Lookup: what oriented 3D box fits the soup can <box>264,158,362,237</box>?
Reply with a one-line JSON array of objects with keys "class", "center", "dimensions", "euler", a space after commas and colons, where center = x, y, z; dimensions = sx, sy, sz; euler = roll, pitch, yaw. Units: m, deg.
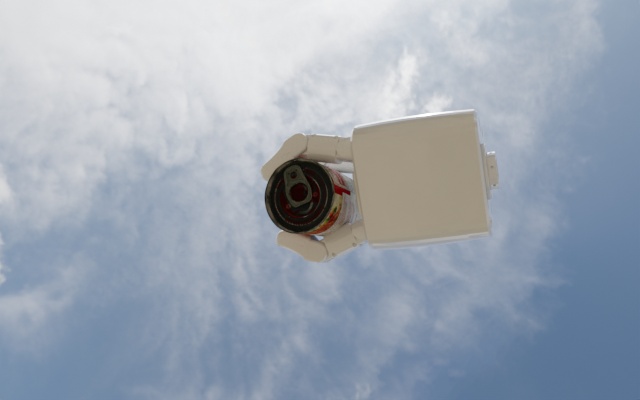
[{"class": "soup can", "center": [0.000, 0.002, 0.465], "dimensions": [0.068, 0.068, 0.102], "euler": [0, -7, 23]}]
